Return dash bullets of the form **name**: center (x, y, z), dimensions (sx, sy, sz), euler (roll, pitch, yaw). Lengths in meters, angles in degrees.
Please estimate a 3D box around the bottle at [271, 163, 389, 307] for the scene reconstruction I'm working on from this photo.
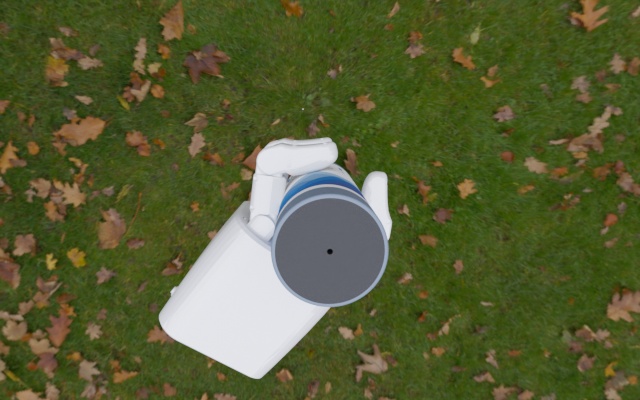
- **bottle**: center (0.000, 0.001, 0.411), dimensions (0.069, 0.069, 0.295), euler (0, 11, -2)
